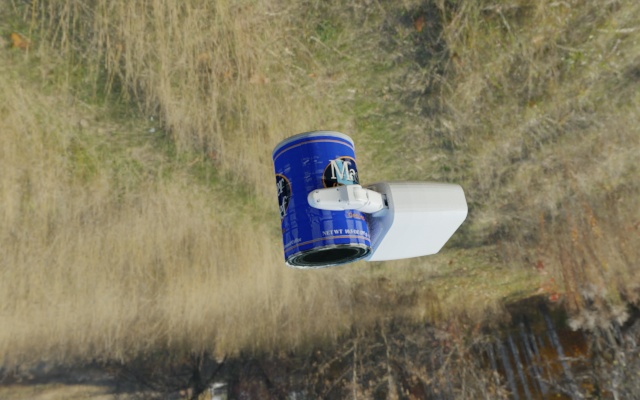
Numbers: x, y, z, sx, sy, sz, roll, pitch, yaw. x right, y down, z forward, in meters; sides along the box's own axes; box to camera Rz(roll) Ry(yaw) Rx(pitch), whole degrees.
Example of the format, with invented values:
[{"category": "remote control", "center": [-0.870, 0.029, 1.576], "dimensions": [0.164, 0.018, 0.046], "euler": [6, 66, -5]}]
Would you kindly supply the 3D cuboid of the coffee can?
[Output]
[{"category": "coffee can", "center": [0.000, 0.002, 0.573], "dimensions": [0.103, 0.140, 0.103], "euler": [-7, -19, -3]}]
